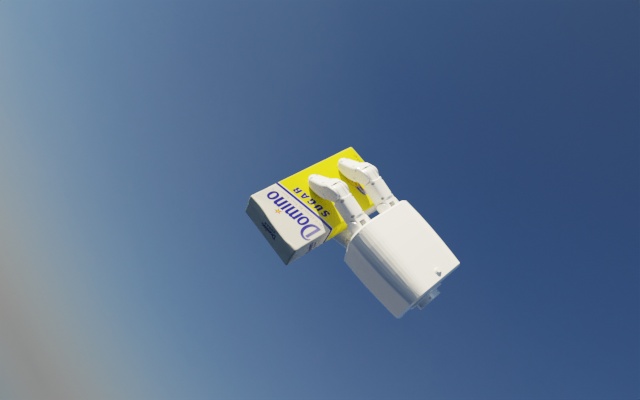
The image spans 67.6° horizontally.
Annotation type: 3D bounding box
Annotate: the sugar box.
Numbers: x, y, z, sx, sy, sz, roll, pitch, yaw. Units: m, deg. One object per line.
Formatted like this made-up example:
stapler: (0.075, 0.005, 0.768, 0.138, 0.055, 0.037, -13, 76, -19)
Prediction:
sugar box: (0.000, 0.002, 0.632, 0.176, 0.093, 0.048, -29, -19, -35)
